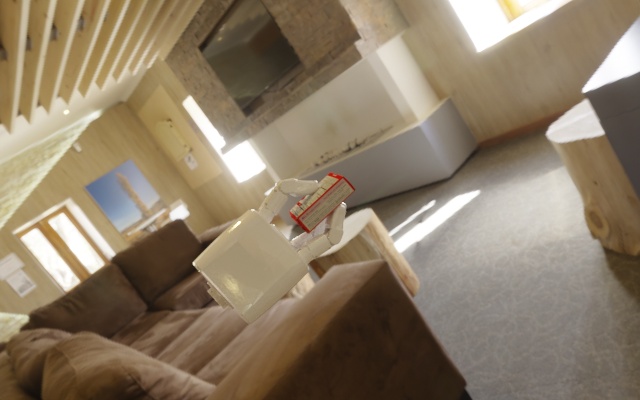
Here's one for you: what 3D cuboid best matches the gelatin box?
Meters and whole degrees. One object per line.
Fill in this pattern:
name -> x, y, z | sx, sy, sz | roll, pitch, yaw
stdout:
gelatin box -> 0.000, 0.002, 0.667 | 0.089, 0.030, 0.073 | -44, 13, -4
